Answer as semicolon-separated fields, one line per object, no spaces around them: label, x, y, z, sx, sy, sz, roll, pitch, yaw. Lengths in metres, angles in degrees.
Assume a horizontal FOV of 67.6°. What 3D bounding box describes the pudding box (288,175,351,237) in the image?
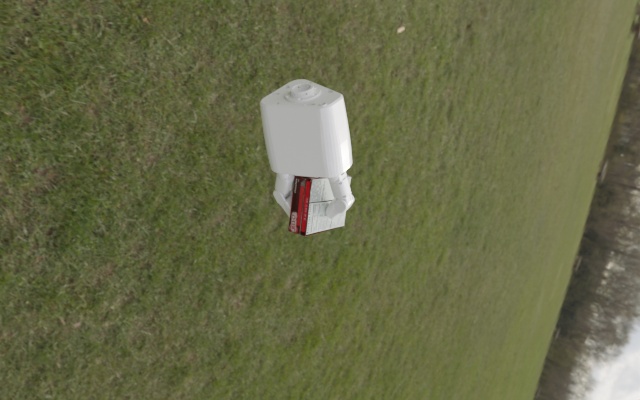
pudding box;0.000;0.002;0.745;0.039;0.090;0.113;16;14;35
